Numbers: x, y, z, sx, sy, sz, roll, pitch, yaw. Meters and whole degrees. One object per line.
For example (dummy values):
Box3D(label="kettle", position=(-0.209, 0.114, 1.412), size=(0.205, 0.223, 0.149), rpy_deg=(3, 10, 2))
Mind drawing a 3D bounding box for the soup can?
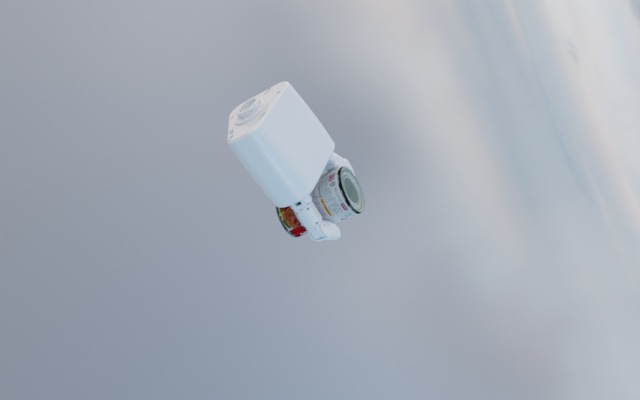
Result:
Box3D(label="soup can", position=(0.001, 0.002, 0.644), size=(0.102, 0.068, 0.068), rpy_deg=(-22, -10, 25))
